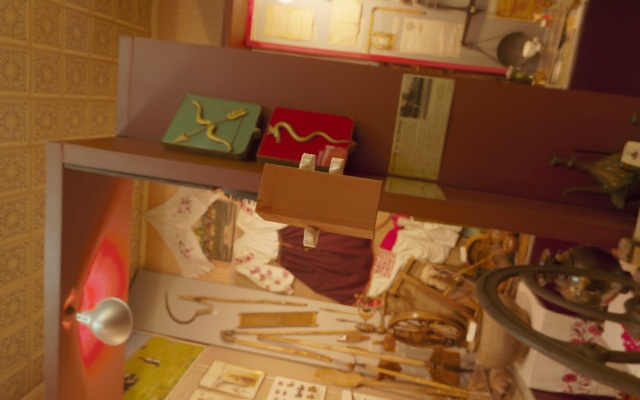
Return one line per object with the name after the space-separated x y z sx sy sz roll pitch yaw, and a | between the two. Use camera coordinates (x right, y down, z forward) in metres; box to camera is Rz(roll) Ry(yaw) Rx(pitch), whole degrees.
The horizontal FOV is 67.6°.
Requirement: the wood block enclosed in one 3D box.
0.000 0.003 0.850 0.206 0.090 0.090 9 -13 7 | wood block
